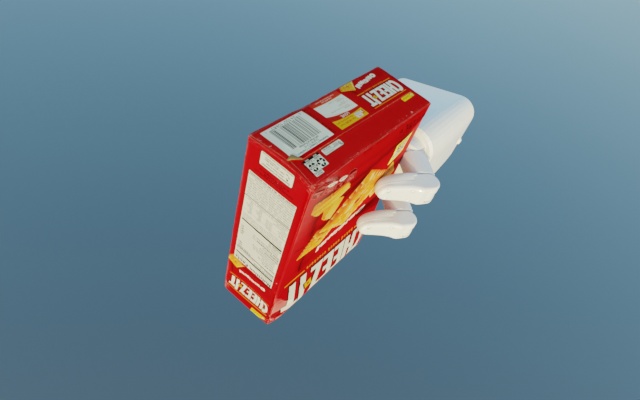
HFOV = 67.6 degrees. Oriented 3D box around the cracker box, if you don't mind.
[{"bbox_3d":[0.000,0.001,0.452,0.072,0.214,0.164,39,50,18],"label":"cracker box"}]
